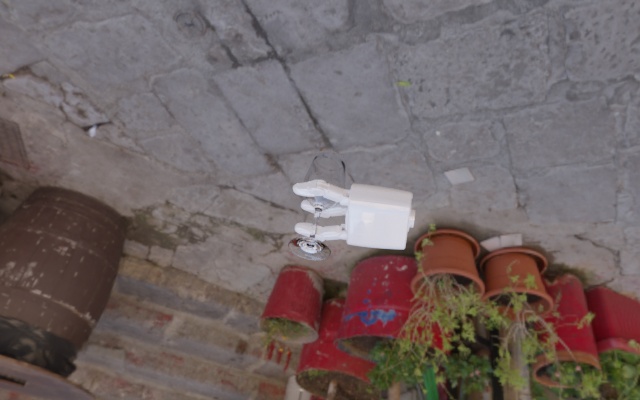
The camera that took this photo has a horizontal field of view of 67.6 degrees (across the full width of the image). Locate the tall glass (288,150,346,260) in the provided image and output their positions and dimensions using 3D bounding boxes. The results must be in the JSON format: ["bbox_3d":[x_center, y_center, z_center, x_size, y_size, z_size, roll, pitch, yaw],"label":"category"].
[{"bbox_3d":[0.000,0.003,0.868,0.079,0.201,0.079,9,-34,6],"label":"tall glass"}]
